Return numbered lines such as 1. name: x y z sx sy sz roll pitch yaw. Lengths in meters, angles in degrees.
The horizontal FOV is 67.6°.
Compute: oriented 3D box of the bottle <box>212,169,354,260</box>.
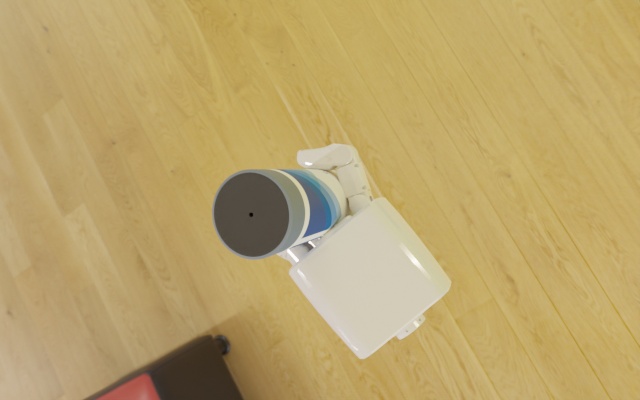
1. bottle: 0.000 0.002 0.484 0.069 0.069 0.295 0 3 20
